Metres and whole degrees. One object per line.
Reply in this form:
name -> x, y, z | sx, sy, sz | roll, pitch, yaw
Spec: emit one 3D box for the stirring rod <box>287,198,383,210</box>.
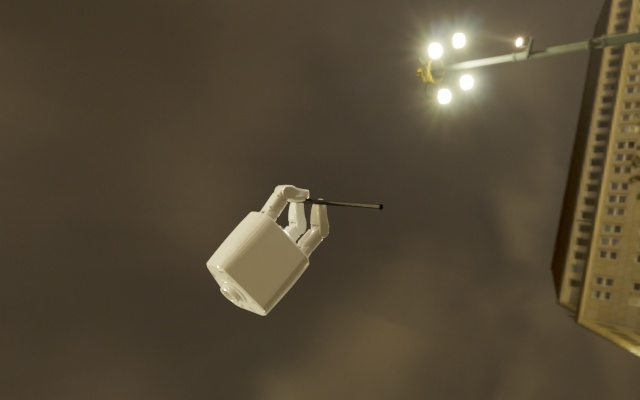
stirring rod -> 0.000, 0.002, 0.737 | 0.011, 0.011, 0.239 | 0, 3, -43
